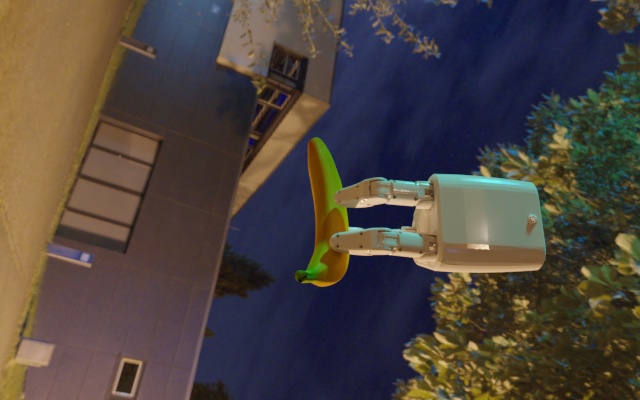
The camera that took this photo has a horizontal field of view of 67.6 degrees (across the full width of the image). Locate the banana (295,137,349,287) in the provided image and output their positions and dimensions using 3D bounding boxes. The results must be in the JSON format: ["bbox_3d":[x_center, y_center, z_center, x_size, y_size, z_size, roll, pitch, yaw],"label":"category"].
[{"bbox_3d":[0.007,0.016,0.506,0.037,0.197,0.070,-14,-46,15],"label":"banana"}]
